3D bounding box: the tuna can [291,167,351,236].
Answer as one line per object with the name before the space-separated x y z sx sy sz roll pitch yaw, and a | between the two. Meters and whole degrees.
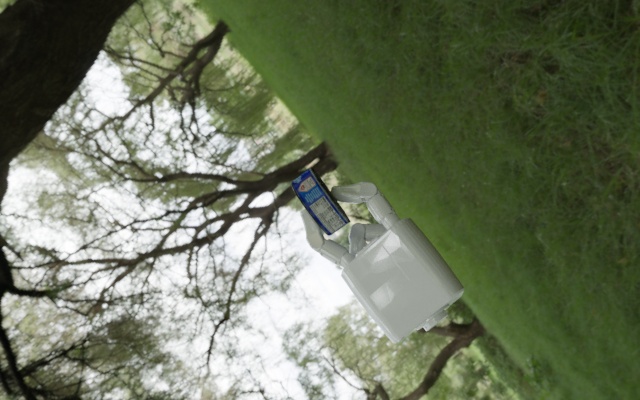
tuna can | 0.000 0.002 0.605 0.034 0.086 0.086 -36 -3 4
